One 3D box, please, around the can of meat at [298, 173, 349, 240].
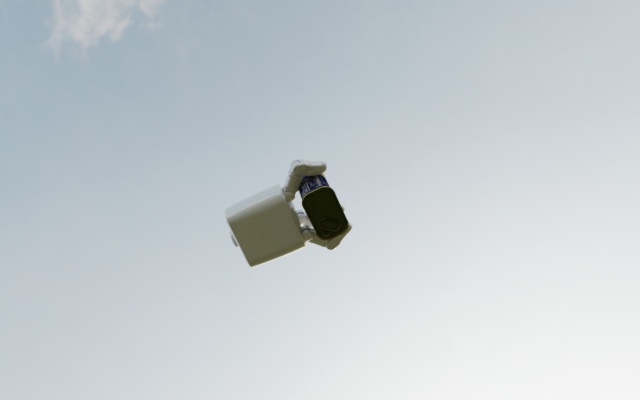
[{"bbox_3d":[0.000,0.002,0.813,0.057,0.102,0.084,-25,33,1],"label":"can of meat"}]
